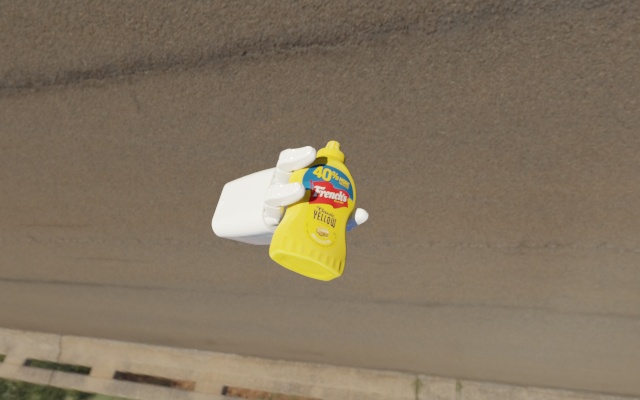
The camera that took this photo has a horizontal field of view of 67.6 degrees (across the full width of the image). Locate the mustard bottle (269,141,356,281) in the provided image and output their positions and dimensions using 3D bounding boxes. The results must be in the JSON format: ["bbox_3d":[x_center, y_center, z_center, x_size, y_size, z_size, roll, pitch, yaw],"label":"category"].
[{"bbox_3d":[0.000,0.002,0.634,0.096,0.191,0.058,25,-31,-20],"label":"mustard bottle"}]
